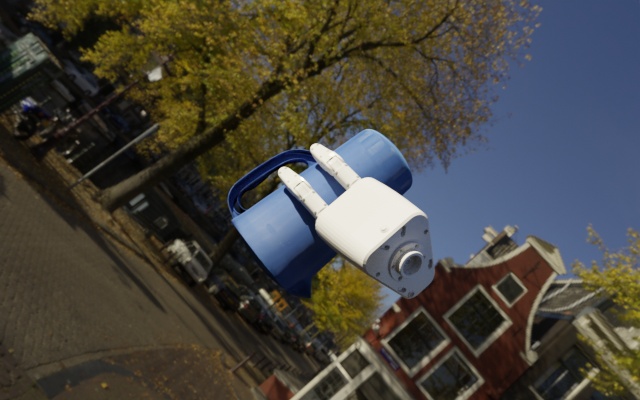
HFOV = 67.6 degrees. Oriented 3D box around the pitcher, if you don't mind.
[{"bbox_3d":[0.000,0.002,0.671,0.243,0.149,0.145,-39,35,-9],"label":"pitcher"}]
